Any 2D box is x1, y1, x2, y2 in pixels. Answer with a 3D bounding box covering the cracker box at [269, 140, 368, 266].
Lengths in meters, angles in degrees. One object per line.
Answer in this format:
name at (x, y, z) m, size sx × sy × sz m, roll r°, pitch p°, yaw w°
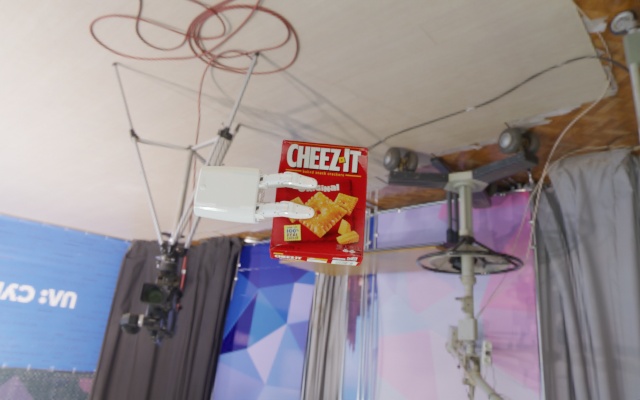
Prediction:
cracker box at (0.000, 0.003, 0.869) m, size 0.164 × 0.213 × 0.072 m, roll 5°, pitch -20°, yaw -1°
